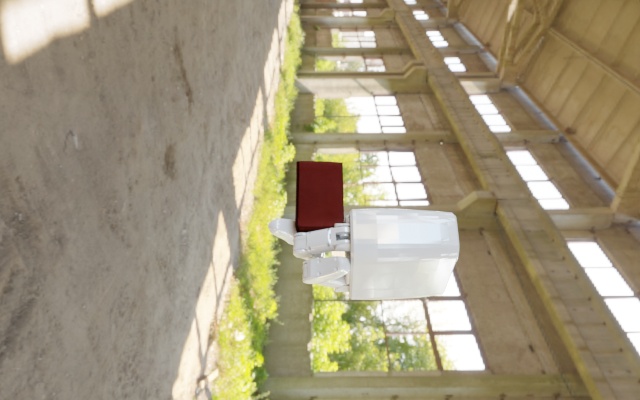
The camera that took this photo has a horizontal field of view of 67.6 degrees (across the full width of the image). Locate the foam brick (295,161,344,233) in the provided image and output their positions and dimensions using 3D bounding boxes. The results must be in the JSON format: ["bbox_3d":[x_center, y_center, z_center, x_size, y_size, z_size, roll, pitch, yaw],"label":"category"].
[{"bbox_3d":[0.000,0.001,0.529,0.051,0.078,0.053,-1,-21,2],"label":"foam brick"}]
